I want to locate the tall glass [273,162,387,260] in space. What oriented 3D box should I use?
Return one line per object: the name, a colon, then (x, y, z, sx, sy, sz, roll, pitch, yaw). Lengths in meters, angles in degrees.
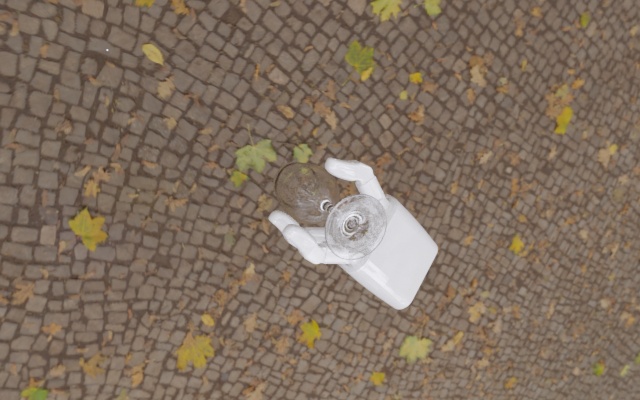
tall glass: (0.000, 0.002, 0.593, 0.079, 0.079, 0.201, 0, 16, -24)
